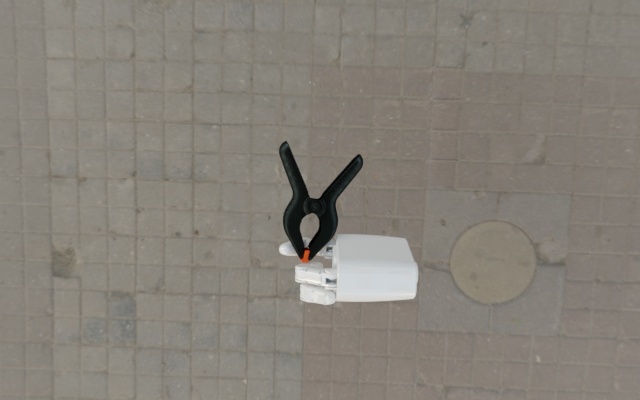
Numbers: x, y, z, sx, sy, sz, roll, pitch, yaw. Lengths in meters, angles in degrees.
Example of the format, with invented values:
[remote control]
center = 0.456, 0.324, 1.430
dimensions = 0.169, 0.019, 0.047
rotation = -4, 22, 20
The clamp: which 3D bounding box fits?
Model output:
[clamp]
center = 0.000, 0.002, 0.681
dimensions = 0.120, 0.171, 0.039
rotation = 1, 7, -2
